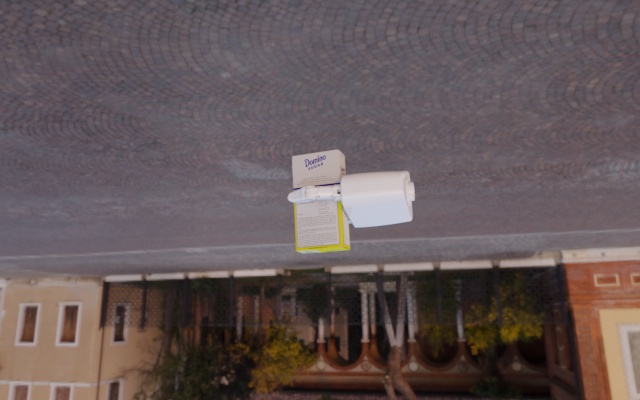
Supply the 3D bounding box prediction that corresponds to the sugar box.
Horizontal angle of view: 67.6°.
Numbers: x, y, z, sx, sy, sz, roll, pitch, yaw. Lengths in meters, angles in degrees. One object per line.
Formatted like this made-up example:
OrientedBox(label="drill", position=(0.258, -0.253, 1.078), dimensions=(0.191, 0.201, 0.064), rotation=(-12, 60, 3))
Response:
OrientedBox(label="sugar box", position=(0.000, 0.003, 0.855), dimensions=(0.093, 0.176, 0.048), rotation=(-6, -14, 19))
